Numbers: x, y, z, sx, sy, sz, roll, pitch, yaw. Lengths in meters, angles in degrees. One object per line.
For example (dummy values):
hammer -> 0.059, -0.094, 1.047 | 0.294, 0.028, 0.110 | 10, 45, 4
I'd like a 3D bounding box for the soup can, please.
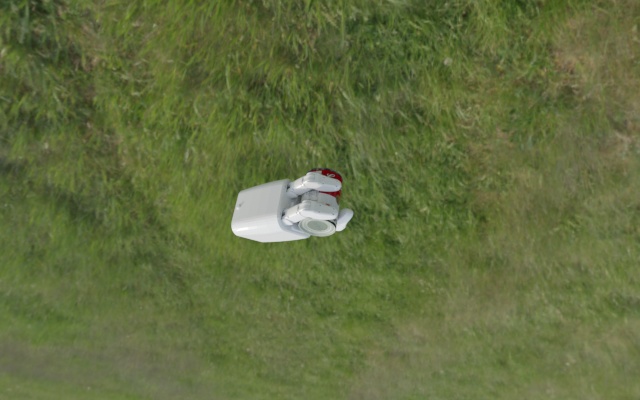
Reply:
soup can -> 0.001, 0.003, 0.833 | 0.068, 0.102, 0.068 | 6, -30, 4
